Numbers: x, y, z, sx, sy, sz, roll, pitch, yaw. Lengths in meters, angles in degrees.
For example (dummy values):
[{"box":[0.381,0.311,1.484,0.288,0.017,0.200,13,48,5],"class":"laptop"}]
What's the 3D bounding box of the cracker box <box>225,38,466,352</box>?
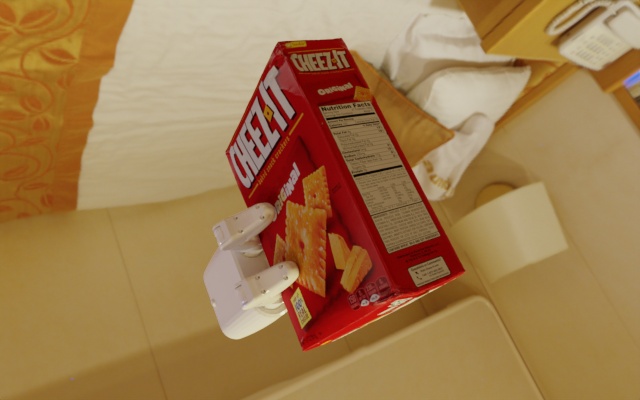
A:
[{"box":[0.000,0.001,0.406,0.072,0.213,0.164,-14,-20,-33],"class":"cracker box"}]
